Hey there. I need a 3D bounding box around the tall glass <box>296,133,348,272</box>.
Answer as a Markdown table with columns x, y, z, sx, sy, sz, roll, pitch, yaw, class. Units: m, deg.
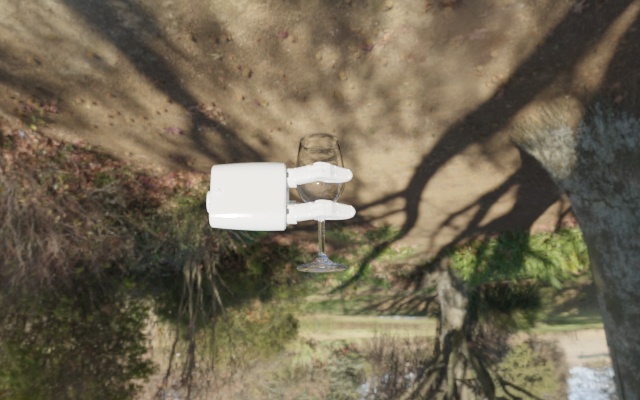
| x | y | z | sx | sy | sz | roll | pitch | yaw | class |
| --- | --- | --- | --- | --- | --- | --- | --- | --- | --- |
| 0.000 | 0.003 | 0.714 | 0.079 | 0.201 | 0.079 | -1 | -17 | 0 | tall glass |
